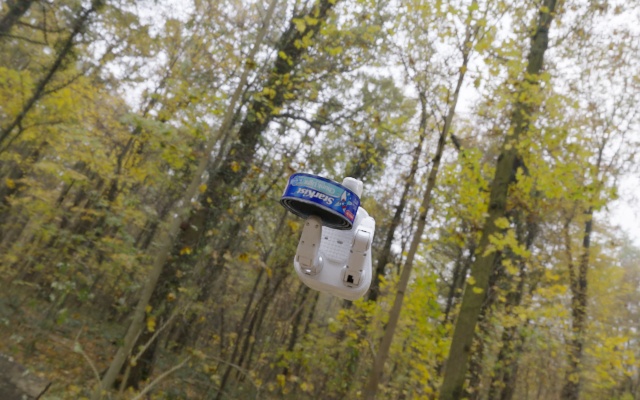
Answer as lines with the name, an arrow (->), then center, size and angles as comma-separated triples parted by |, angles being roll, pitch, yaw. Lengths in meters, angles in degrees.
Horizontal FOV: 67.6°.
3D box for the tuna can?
tuna can -> 0.000, 0.001, 0.531 | 0.086, 0.033, 0.086 | 19, -14, 5
